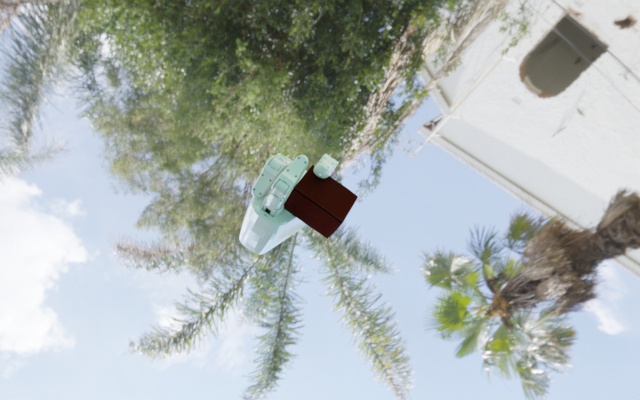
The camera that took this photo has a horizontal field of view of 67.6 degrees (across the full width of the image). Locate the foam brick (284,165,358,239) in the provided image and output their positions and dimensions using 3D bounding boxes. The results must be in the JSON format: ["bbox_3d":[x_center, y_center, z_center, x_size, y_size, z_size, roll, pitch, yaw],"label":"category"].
[{"bbox_3d":[0.000,0.002,0.639,0.078,0.053,0.051,35,-38,1],"label":"foam brick"}]
